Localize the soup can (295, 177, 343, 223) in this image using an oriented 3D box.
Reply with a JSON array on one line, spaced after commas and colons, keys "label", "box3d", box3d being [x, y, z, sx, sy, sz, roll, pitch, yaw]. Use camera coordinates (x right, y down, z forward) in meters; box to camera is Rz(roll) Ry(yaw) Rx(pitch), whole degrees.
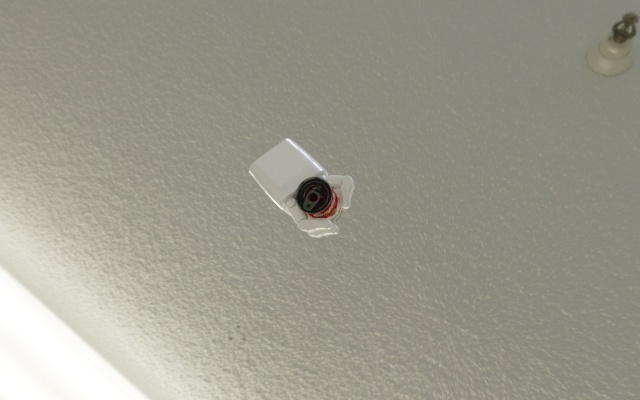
[{"label": "soup can", "box3d": [0.001, 0.003, 0.886, 0.068, 0.068, 0.102, 0, -14, 15]}]
